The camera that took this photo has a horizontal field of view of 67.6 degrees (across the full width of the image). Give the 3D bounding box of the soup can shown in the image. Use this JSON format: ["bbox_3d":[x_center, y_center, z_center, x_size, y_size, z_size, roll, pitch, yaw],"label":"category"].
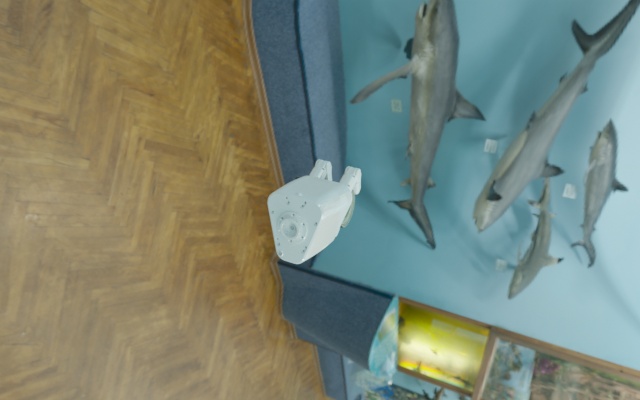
[{"bbox_3d":[0.001,0.003,0.818,0.102,0.068,0.068,14,5,21],"label":"soup can"}]
